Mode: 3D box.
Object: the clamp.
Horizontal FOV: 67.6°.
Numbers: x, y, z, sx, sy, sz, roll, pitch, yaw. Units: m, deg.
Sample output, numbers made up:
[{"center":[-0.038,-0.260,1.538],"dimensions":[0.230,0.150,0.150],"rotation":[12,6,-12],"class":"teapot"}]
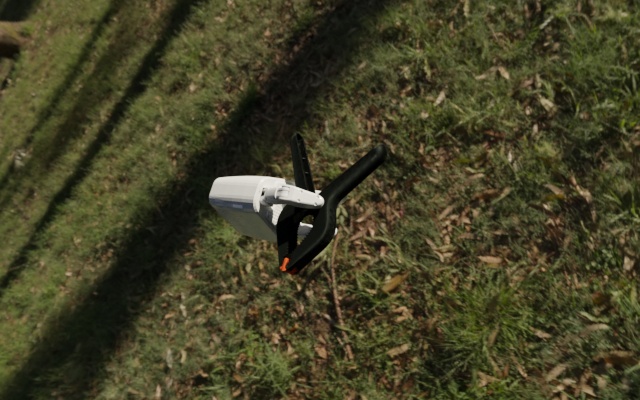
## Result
[{"center":[-0.001,0.002,0.658],"dimensions":[0.164,0.210,0.036],"rotation":[5,-17,36],"class":"clamp"}]
